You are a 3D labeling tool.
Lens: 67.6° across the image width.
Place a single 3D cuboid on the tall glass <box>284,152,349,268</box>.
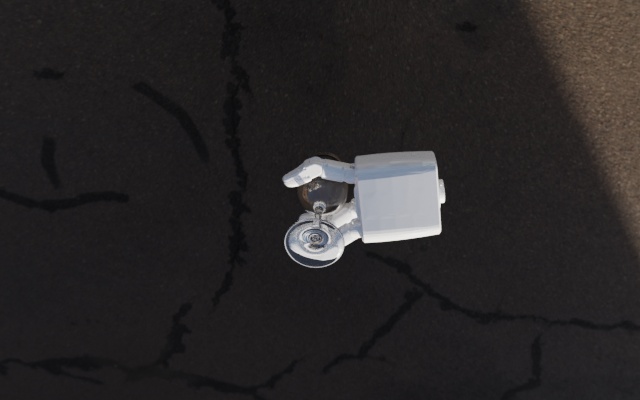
[{"bbox_3d":[0.000,0.002,0.668,0.079,0.079,0.201,0,31,5],"label":"tall glass"}]
